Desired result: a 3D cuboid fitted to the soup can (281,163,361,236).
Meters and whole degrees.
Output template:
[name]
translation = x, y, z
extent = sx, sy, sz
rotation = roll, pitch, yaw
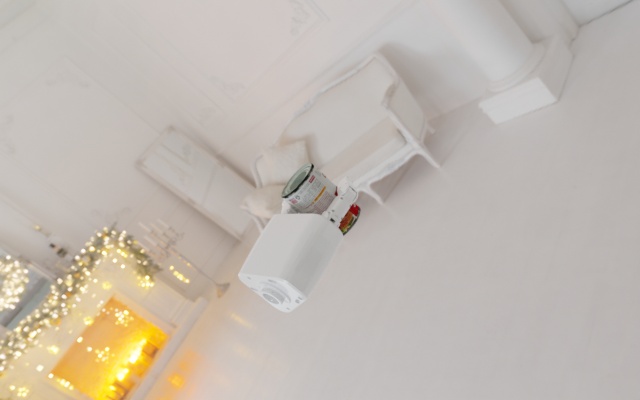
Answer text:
[soup can]
translation = 0.000, 0.002, 0.702
extent = 0.102, 0.068, 0.068
rotation = 42, -16, -18
